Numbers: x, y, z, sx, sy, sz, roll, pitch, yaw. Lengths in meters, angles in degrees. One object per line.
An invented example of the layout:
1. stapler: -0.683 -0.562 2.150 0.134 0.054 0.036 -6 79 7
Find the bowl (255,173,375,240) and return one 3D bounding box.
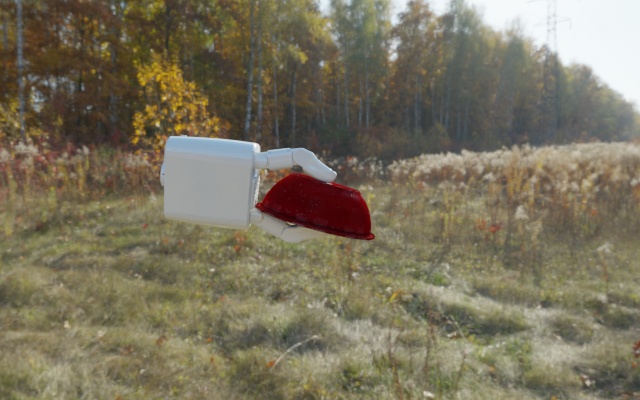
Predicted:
1. bowl: 0.001 0.002 0.621 0.162 0.055 0.162 16 4 -1
